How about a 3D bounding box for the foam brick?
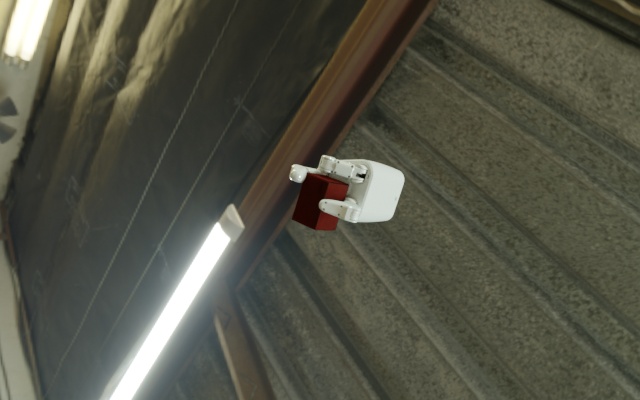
[{"bbox_3d":[0.000,0.003,0.733,0.053,0.078,0.051,25,12,38],"label":"foam brick"}]
